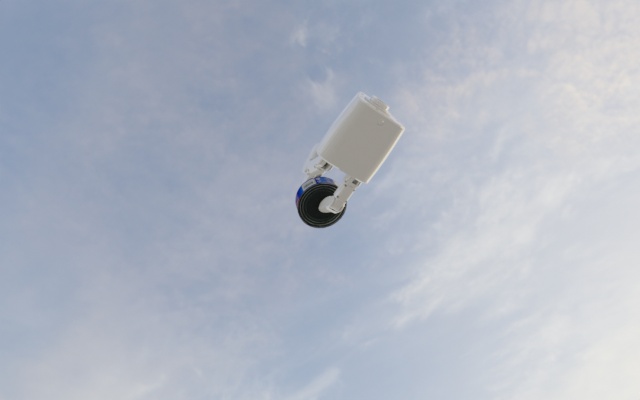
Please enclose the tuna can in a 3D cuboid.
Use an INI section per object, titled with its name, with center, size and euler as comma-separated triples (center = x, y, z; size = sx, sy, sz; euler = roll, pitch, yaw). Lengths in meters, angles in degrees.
[tuna can]
center = 0.000, 0.002, 0.822
size = 0.086, 0.086, 0.033
euler = 0, 26, -13
